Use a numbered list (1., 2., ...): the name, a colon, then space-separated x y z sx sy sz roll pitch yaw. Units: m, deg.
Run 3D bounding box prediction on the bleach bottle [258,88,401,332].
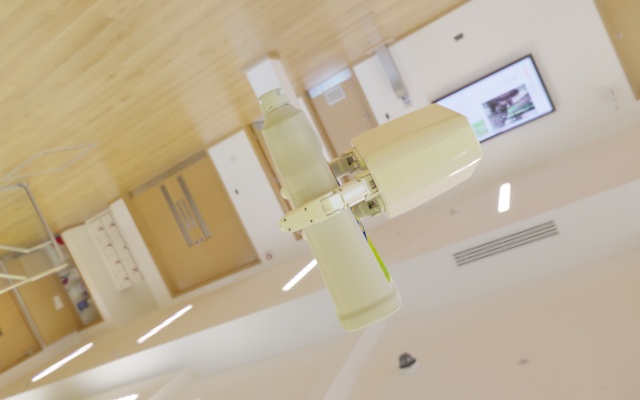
1. bleach bottle: 0.000 0.002 0.499 0.068 0.251 0.102 -25 3 4
